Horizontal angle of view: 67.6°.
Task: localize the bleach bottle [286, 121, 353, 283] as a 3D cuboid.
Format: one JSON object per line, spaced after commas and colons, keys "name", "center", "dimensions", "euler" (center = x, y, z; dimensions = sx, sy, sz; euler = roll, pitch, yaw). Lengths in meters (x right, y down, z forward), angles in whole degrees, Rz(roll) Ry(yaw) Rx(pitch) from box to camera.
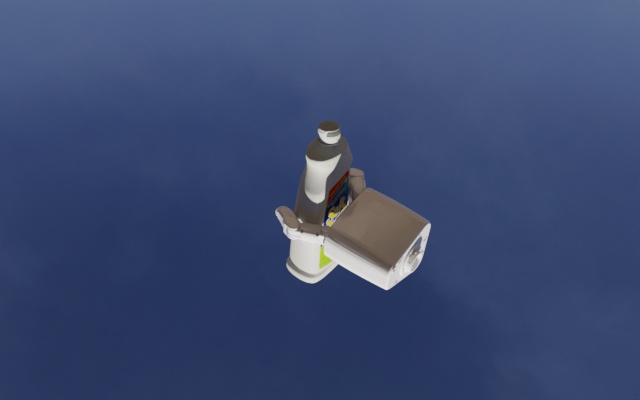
{"name": "bleach bottle", "center": [0.000, 0.002, 0.706], "dimensions": [0.068, 0.251, 0.102], "euler": [29, 46, 28]}
